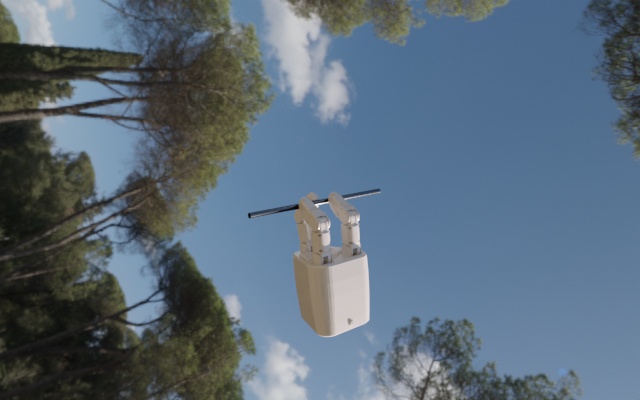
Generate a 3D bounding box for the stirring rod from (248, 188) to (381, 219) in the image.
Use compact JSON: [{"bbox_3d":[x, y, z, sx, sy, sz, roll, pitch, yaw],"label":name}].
[{"bbox_3d":[0.000,0.002,0.713,0.239,0.011,0.011,-11,6,-36],"label":"stirring rod"}]
